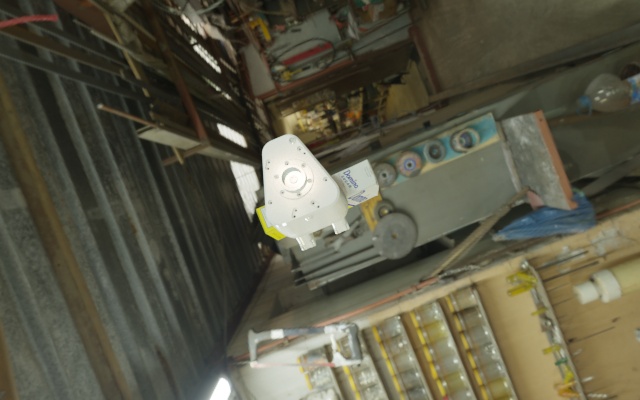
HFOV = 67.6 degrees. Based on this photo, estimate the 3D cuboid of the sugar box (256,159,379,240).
[{"bbox_3d":[0.000,0.003,0.716,0.176,0.048,0.093,-22,-12,3],"label":"sugar box"}]
